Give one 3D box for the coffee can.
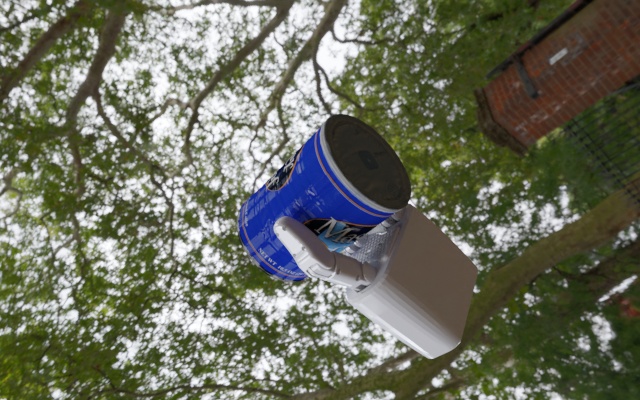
[{"bbox_3d":[0.000,0.001,0.455,0.103,0.102,0.140,0,-32,-47],"label":"coffee can"}]
